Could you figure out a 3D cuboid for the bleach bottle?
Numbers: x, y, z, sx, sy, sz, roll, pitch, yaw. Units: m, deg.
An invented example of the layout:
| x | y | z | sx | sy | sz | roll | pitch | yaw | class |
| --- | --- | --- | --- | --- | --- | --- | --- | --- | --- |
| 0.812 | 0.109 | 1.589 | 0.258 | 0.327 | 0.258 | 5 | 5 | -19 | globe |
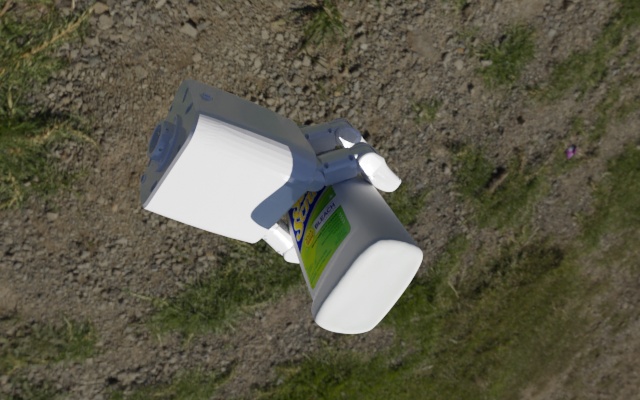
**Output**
| x | y | z | sx | sy | sz | roll | pitch | yaw | class |
| --- | --- | --- | --- | --- | --- | --- | --- | --- | --- |
| 0.000 | 0.001 | 0.469 | 0.068 | 0.102 | 0.250 | 18 | 25 | -32 | bleach bottle |
